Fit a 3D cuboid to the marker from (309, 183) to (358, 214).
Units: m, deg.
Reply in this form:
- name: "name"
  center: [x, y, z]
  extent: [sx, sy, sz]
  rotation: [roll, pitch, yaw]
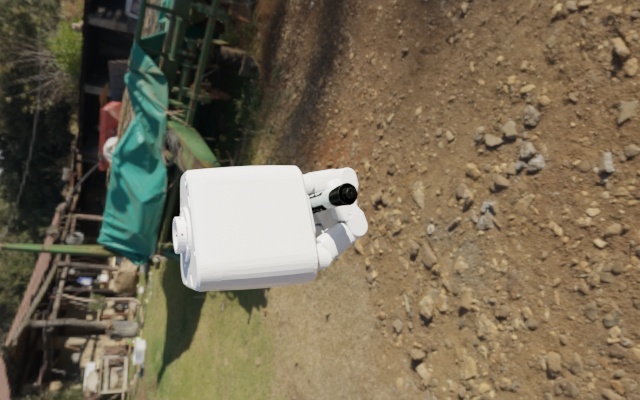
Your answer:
- name: "marker"
  center: [0.000, 0.001, 0.442]
  extent: [0.020, 0.020, 0.121]
  rotation: [0, -7, -24]
